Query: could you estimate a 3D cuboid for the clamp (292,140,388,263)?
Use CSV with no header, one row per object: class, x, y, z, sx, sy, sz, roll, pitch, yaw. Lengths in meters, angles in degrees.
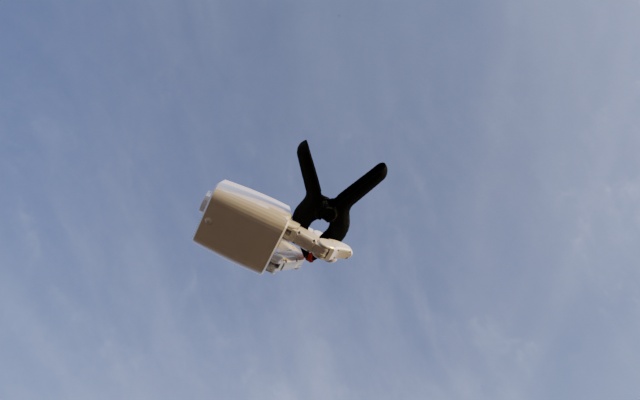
clamp,0.000,0.002,0.639,0.120,0.171,0.039,26,20,-7
